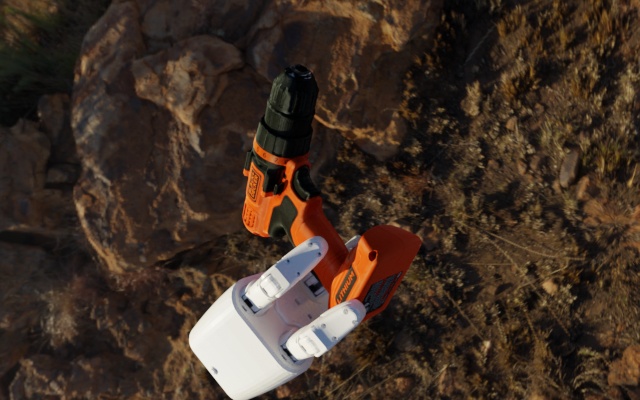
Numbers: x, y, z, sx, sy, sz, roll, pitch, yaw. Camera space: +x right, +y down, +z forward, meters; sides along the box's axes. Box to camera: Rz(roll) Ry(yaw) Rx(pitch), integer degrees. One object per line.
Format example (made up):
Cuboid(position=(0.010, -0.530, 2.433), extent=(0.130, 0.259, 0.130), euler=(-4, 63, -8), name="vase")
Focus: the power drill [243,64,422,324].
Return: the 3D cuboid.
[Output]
Cuboid(position=(0.000, 0.002, 0.417), extent=(0.057, 0.185, 0.187), euler=(-16, 50, -33), name="power drill")
